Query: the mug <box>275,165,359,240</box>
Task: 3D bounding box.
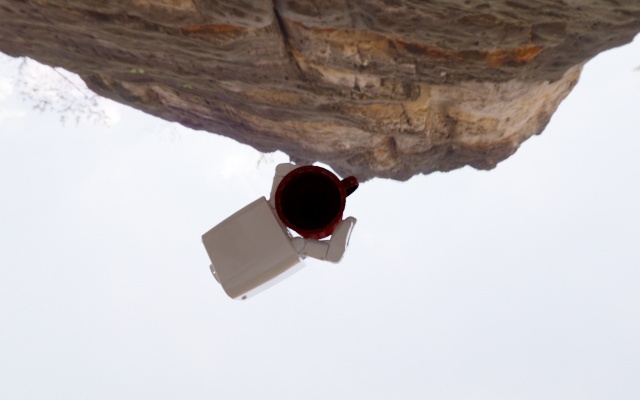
[{"bbox_3d":[0.001,0.001,0.651,0.117,0.093,0.081,-32,-15,-4],"label":"mug"}]
